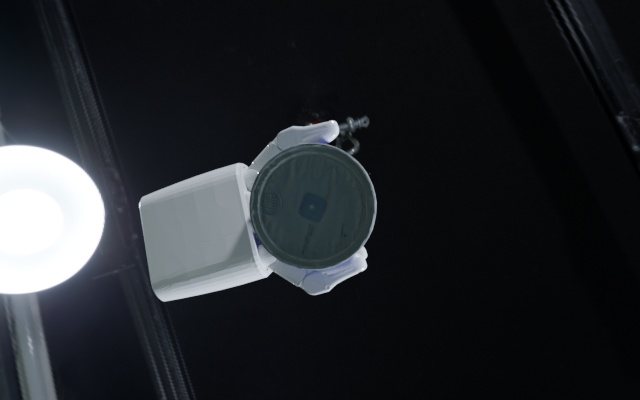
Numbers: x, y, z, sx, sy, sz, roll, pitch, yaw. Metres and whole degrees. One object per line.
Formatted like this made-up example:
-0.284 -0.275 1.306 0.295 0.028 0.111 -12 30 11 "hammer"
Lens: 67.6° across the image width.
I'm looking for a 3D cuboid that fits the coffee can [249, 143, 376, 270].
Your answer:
0.000 0.001 0.449 0.103 0.103 0.140 0 3 6 "coffee can"
